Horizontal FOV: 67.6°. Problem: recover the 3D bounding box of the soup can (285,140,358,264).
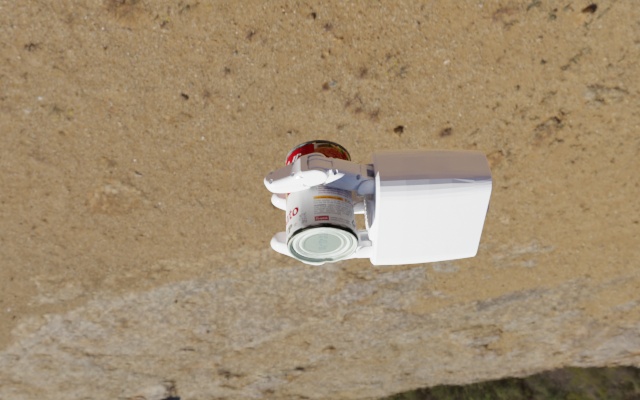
[{"bbox_3d":[0.000,0.002,0.463,0.068,0.102,0.069,-2,-36,-2],"label":"soup can"}]
